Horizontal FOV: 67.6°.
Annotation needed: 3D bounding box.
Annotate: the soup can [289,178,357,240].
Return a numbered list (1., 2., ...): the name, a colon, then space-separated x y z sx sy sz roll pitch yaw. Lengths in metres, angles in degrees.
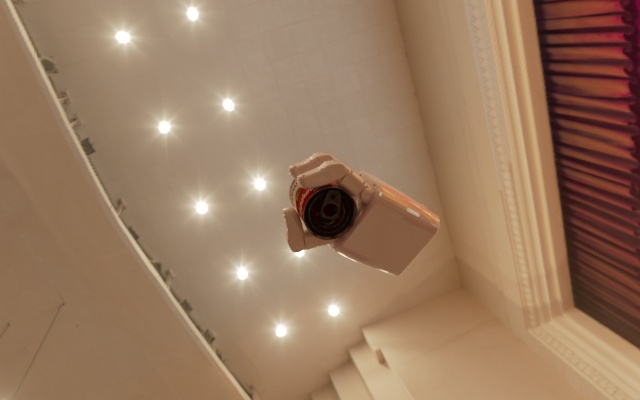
1. soup can: 0.000 0.002 0.627 0.068 0.068 0.102 0 17 -15
